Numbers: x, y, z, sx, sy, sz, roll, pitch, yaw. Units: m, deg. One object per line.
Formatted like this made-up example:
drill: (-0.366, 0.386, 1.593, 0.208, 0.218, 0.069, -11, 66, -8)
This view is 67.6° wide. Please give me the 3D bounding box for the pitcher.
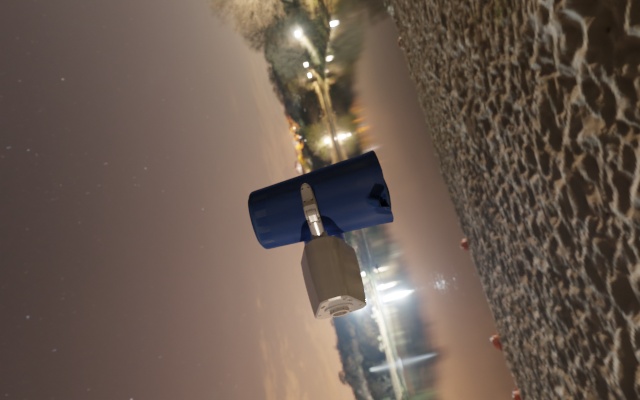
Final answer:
pitcher: (0.000, 0.003, 0.861, 0.243, 0.145, 0.149, -15, -26, 2)
